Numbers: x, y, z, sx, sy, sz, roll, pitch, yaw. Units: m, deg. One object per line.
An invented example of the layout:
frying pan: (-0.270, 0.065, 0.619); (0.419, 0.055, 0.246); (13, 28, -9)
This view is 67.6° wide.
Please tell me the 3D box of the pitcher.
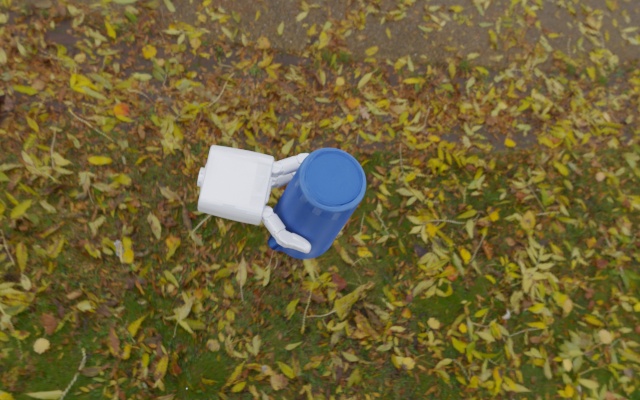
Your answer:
pitcher: (0.000, 0.003, 0.828); (0.145, 0.149, 0.243); (14, -24, -9)
